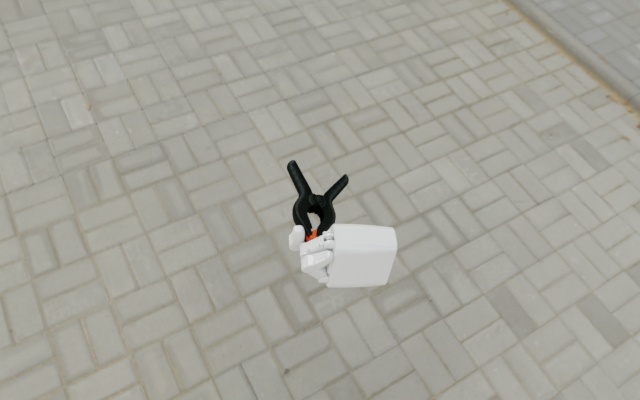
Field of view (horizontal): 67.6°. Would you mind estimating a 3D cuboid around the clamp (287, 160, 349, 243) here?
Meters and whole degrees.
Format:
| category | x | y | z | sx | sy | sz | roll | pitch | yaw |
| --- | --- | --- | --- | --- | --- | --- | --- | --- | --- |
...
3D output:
| category | x | y | z | sx | sy | sz | roll | pitch | yaw |
| --- | --- | --- | --- | --- | --- | --- | --- | --- | --- |
| clamp | 0.000 | 0.003 | 0.865 | 0.120 | 0.171 | 0.039 | 3 | -32 | -12 |
